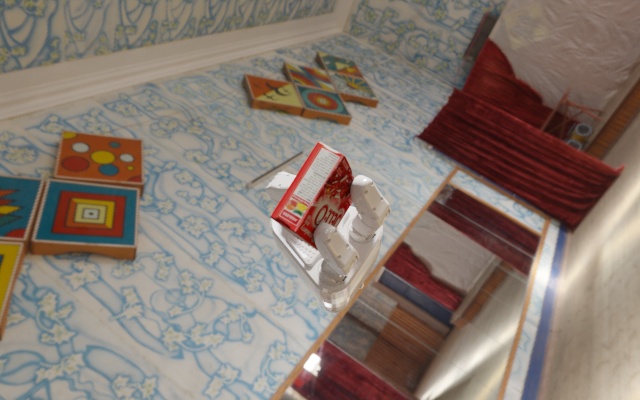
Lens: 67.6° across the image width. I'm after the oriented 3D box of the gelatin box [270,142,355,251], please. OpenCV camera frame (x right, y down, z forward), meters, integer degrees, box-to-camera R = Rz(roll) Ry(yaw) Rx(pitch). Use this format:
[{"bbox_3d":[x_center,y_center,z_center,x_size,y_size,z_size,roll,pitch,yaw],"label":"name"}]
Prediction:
[{"bbox_3d":[0.000,0.001,0.414,0.030,0.073,0.089,30,-8,20],"label":"gelatin box"}]
